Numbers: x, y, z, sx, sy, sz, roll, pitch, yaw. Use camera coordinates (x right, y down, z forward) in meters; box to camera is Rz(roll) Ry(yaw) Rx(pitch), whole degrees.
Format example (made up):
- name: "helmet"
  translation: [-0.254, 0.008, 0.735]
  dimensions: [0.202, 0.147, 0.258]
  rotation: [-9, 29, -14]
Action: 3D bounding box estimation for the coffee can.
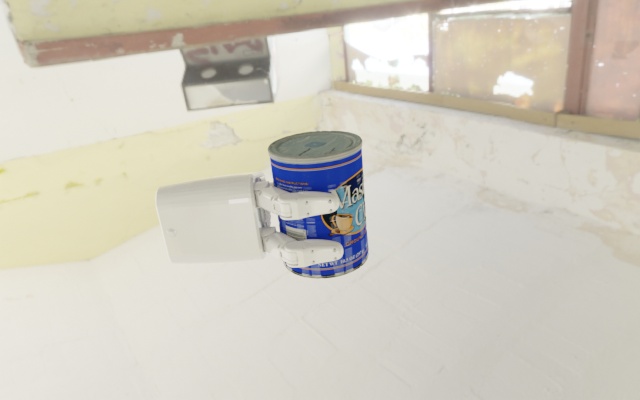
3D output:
- name: "coffee can"
  translation: [0.000, 0.002, 0.542]
  dimensions: [0.103, 0.140, 0.102]
  rotation: [-5, 23, 2]
